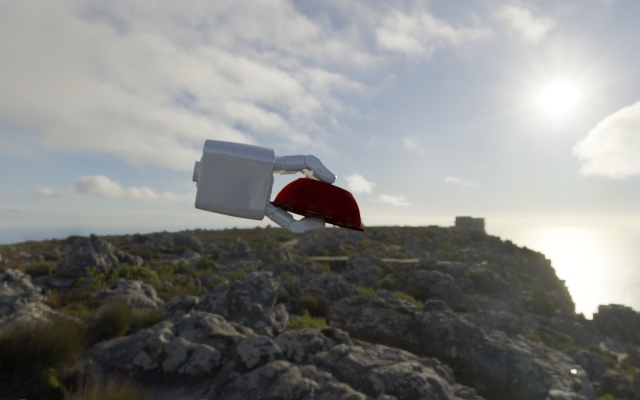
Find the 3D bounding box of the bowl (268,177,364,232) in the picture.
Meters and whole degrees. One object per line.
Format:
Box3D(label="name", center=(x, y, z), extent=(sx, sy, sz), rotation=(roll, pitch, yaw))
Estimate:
Box3D(label="bowl", center=(0.001, 0.003, 0.774), extent=(0.162, 0.055, 0.162), rotation=(17, -6, 2))
